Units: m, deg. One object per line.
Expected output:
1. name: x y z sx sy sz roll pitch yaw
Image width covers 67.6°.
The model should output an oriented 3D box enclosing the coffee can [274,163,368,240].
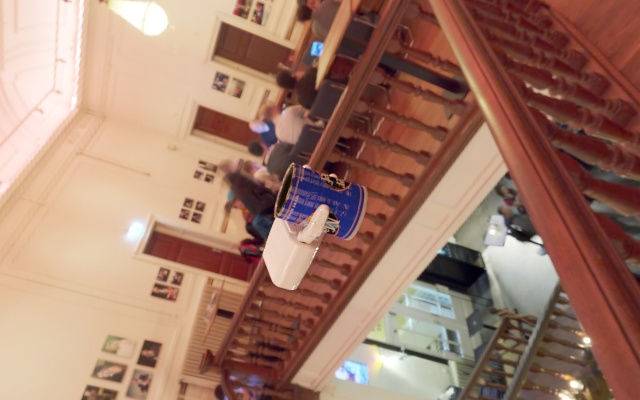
1. coffee can: 0.000 0.003 0.855 0.140 0.103 0.103 18 -5 -14
